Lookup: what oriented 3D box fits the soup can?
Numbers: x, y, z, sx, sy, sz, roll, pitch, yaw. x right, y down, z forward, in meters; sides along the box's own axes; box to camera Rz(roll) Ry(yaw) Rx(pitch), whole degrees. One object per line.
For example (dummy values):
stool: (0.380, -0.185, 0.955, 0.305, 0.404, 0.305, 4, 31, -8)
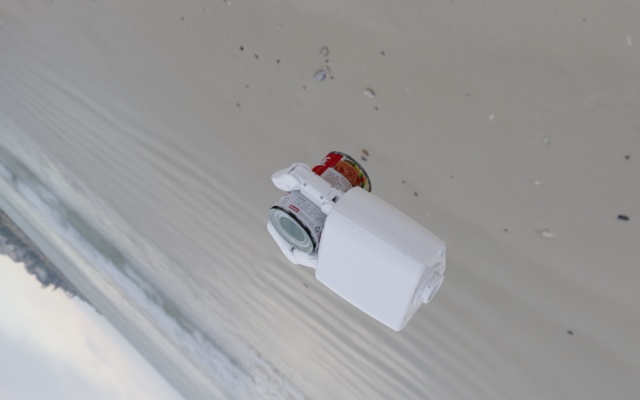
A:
soup can: (0.000, 0.002, 0.534, 0.102, 0.068, 0.068, -45, 23, -26)
